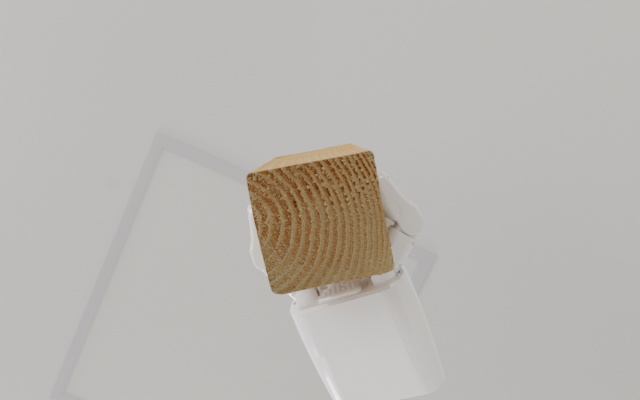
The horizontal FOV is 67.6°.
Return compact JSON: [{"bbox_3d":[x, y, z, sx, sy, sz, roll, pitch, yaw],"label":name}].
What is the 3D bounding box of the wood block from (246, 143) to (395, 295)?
[{"bbox_3d":[0.000,0.002,0.429,0.091,0.090,0.206,-12,8,1],"label":"wood block"}]
